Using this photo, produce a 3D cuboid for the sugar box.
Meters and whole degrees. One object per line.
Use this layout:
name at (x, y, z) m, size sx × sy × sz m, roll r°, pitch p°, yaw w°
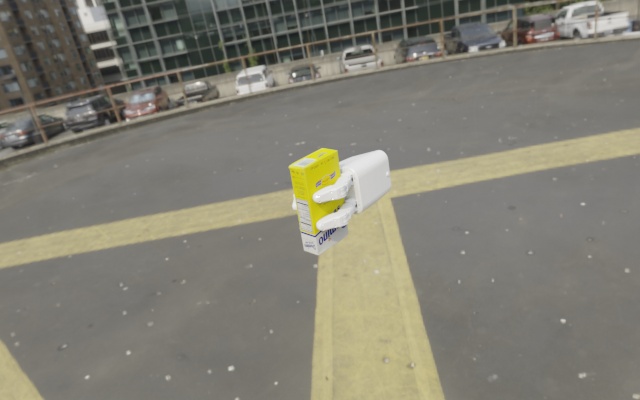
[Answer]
sugar box at (0.001, 0.003, 0.879) m, size 0.048 × 0.176 × 0.093 m, roll 12°, pitch 33°, yaw 42°
